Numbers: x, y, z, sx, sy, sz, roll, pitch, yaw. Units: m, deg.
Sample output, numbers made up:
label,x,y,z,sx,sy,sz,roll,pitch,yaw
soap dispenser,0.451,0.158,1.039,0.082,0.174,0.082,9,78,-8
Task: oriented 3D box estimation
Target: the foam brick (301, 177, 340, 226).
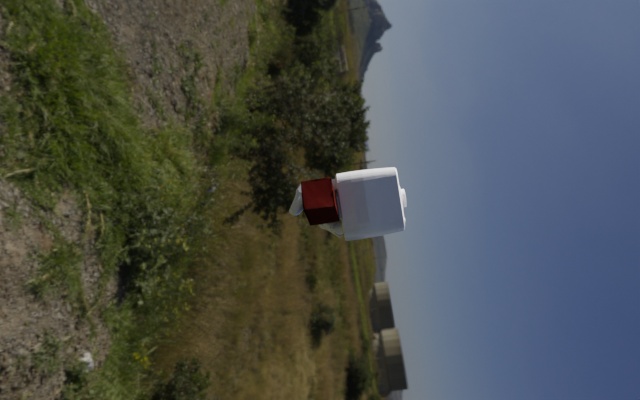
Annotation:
label,x,y,z,sx,sy,sz,roll,pitch,yaw
foam brick,0.000,0.003,0.785,0.051,0.053,0.078,-8,-21,4
